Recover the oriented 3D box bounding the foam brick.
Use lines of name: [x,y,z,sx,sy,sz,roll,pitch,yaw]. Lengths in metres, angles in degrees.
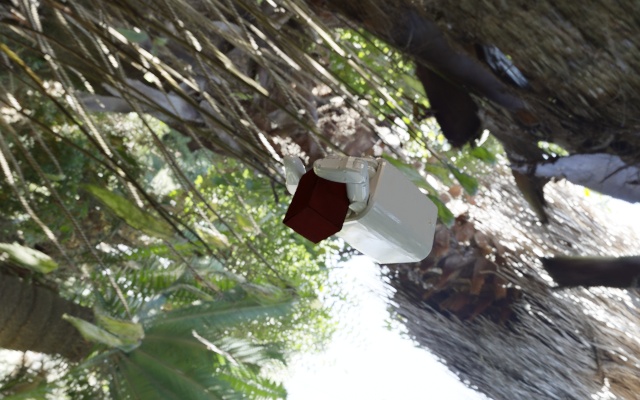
foam brick: [0.000,0.002,0.561,0.051,0.078,0.053,37,-41,-20]
